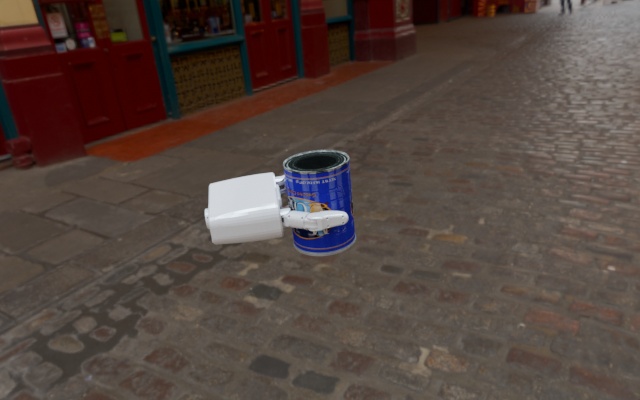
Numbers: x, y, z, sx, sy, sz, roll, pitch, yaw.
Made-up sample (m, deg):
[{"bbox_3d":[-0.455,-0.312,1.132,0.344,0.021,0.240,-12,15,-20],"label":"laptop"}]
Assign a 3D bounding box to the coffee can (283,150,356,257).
[{"bbox_3d":[0.000,0.003,0.753,0.103,0.140,0.102,-5,23,2],"label":"coffee can"}]
